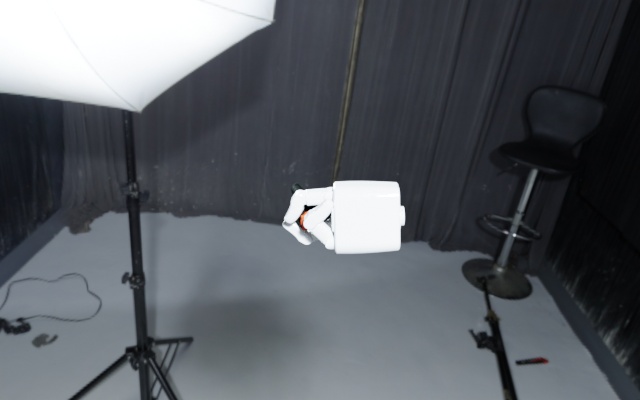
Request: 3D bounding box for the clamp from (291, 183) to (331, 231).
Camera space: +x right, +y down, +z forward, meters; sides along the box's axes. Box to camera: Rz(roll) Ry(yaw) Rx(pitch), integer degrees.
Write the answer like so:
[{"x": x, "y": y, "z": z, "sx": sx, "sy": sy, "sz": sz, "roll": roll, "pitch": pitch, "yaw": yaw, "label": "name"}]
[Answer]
[{"x": 0.000, "y": 0.002, "z": 0.869, "sx": 0.120, "sy": 0.039, "sz": 0.171, "roll": -10, "pitch": 25, "yaw": 7, "label": "clamp"}]
